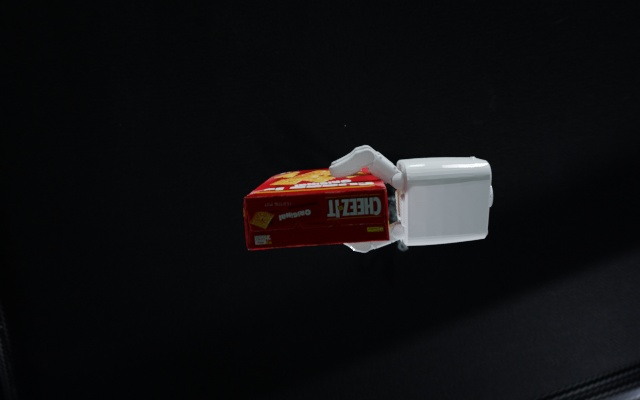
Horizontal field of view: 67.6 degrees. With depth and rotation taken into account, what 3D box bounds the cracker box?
[{"bbox_3d":[0.000,0.002,0.636,0.164,0.072,0.213,-4,9,4],"label":"cracker box"}]
